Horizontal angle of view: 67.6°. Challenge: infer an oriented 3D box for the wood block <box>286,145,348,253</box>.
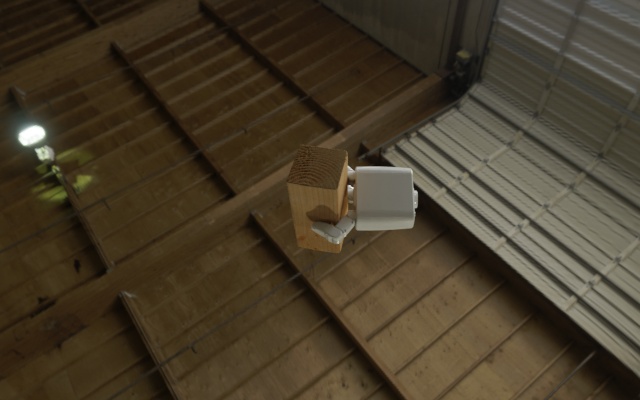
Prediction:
[{"bbox_3d":[0.000,0.003,0.894,0.090,0.090,0.206,9,-36,10],"label":"wood block"}]
